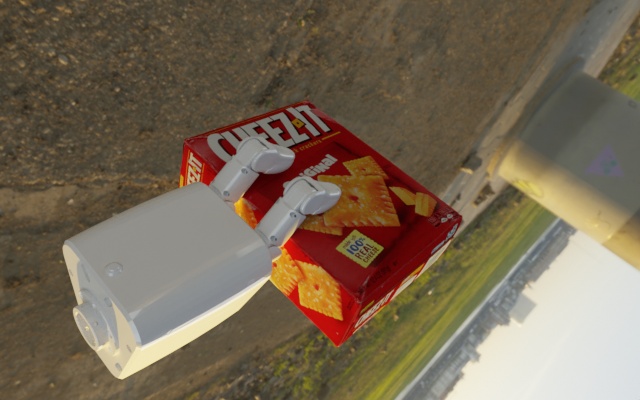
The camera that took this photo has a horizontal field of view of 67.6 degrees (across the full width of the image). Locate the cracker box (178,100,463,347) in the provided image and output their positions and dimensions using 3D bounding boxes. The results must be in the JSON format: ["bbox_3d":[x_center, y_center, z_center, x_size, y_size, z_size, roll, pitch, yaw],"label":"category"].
[{"bbox_3d":[0.000,0.002,0.444,0.213,0.072,0.164,41,44,22],"label":"cracker box"}]
